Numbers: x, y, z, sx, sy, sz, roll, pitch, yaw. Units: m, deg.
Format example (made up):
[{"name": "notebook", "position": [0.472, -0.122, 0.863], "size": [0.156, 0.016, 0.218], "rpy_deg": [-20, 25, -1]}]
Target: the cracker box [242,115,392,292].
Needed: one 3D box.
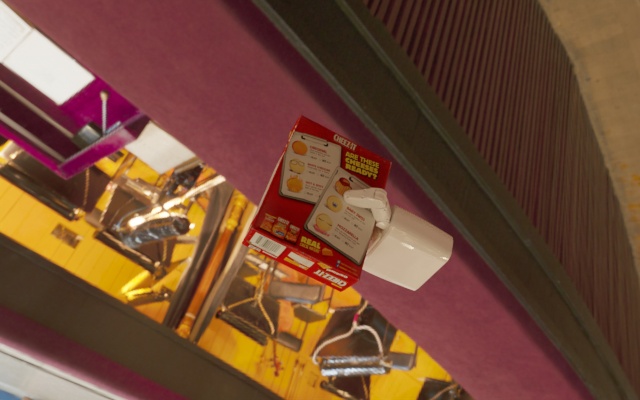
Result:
[{"name": "cracker box", "position": [0.000, 0.002, 0.706], "size": [0.164, 0.213, 0.072], "rpy_deg": [27, -34, -11]}]
